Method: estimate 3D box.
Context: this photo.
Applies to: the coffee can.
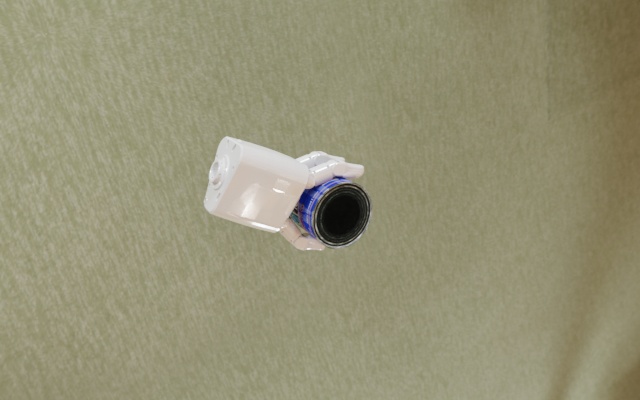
[{"bbox_3d":[0.000,0.003,0.747,0.103,0.103,0.140,0,17,-30],"label":"coffee can"}]
